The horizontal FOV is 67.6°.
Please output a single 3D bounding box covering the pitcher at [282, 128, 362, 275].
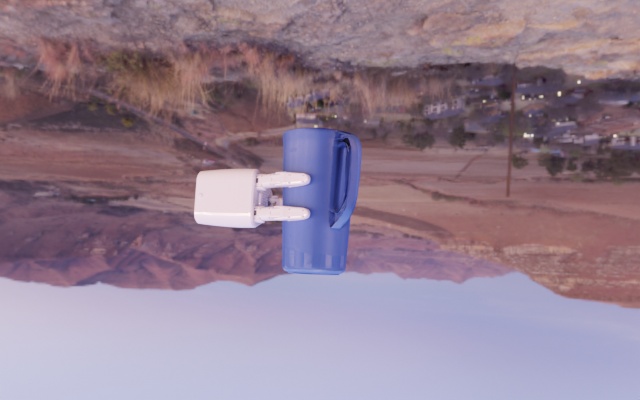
[{"bbox_3d":[0.000,0.003,0.812,0.145,0.243,0.149,1,-7,10],"label":"pitcher"}]
